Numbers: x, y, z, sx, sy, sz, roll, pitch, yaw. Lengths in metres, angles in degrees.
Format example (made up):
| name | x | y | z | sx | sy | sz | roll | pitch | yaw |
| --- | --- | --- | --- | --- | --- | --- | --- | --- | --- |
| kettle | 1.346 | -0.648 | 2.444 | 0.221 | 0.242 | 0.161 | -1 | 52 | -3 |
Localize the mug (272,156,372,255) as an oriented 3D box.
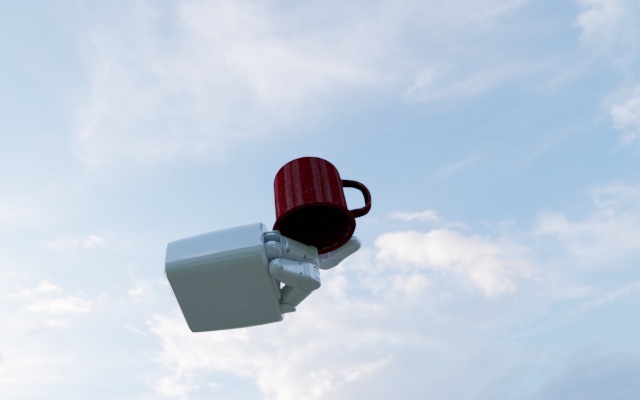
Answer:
| name | x | y | z | sx | sy | sz | roll | pitch | yaw |
| --- | --- | --- | --- | --- | --- | --- | --- | --- | --- |
| mug | 0.001 | 0.001 | 0.549 | 0.117 | 0.081 | 0.093 | -10 | -42 | 0 |
